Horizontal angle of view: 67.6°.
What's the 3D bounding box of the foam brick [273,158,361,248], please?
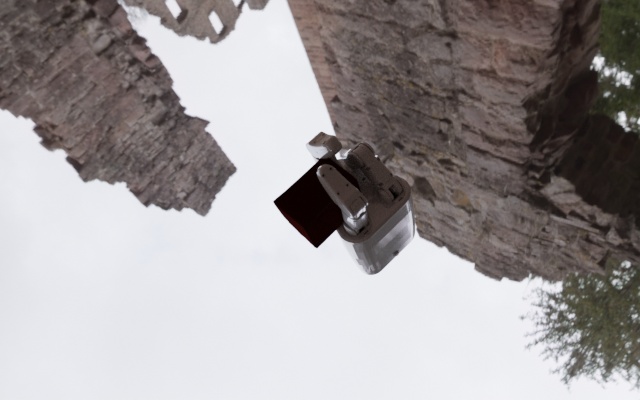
[{"bbox_3d":[0.000,0.002,0.513,0.053,0.078,0.051,41,-13,32],"label":"foam brick"}]
